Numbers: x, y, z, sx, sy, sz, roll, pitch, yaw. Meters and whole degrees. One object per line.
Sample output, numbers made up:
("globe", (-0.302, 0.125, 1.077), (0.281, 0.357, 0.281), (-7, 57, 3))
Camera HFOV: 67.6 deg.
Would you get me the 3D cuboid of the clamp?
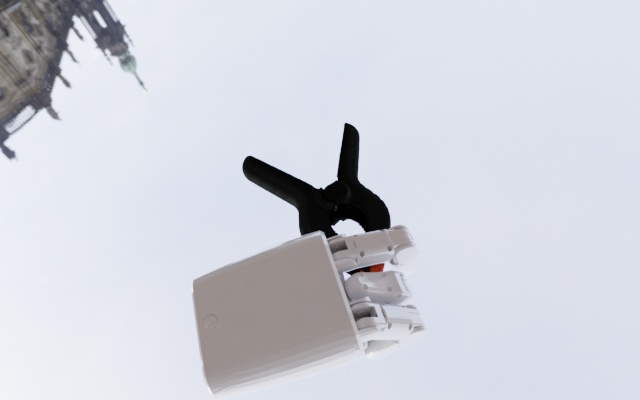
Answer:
("clamp", (0.000, 0.002, 0.427), (0.120, 0.171, 0.039), (-17, -39, -4))
